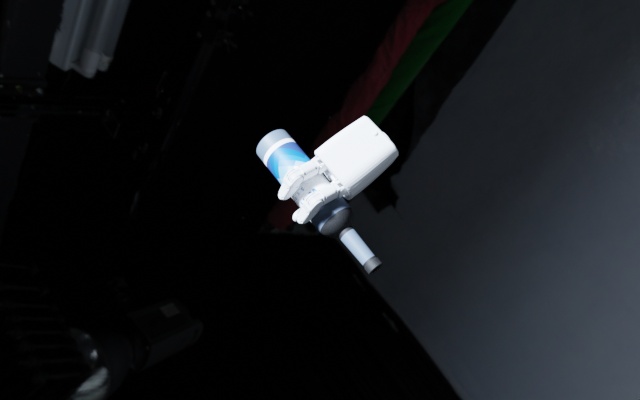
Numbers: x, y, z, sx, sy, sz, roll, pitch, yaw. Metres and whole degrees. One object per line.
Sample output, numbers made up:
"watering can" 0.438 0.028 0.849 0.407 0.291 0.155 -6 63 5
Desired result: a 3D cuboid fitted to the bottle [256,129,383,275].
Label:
"bottle" 0.000 0.002 0.801 0.069 0.295 0.069 -33 -23 -16
